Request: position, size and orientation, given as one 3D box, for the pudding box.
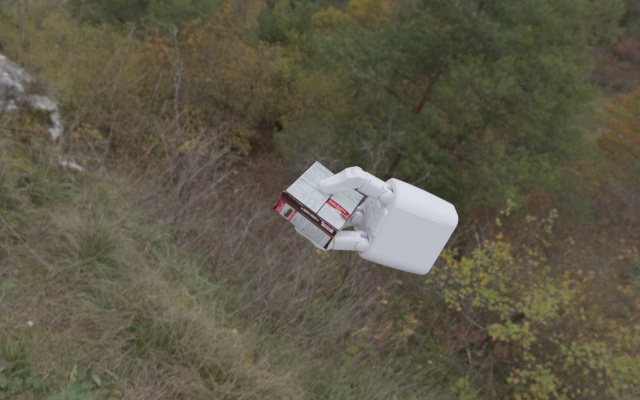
[{"bbox_3d":[0.000,0.002,0.644,0.090,0.039,0.113,36,32,3],"label":"pudding box"}]
